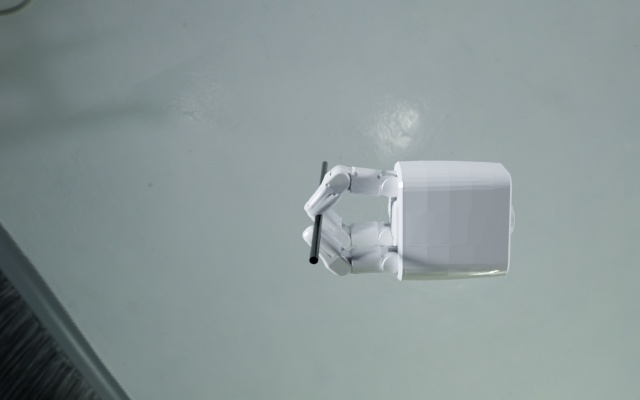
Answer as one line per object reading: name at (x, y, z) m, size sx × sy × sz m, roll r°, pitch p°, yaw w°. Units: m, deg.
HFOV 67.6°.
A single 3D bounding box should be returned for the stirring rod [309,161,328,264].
stirring rod at (0.000, 0.002, 0.517) m, size 0.011 × 0.011 × 0.239 m, roll 0°, pitch 24°, yaw 3°
